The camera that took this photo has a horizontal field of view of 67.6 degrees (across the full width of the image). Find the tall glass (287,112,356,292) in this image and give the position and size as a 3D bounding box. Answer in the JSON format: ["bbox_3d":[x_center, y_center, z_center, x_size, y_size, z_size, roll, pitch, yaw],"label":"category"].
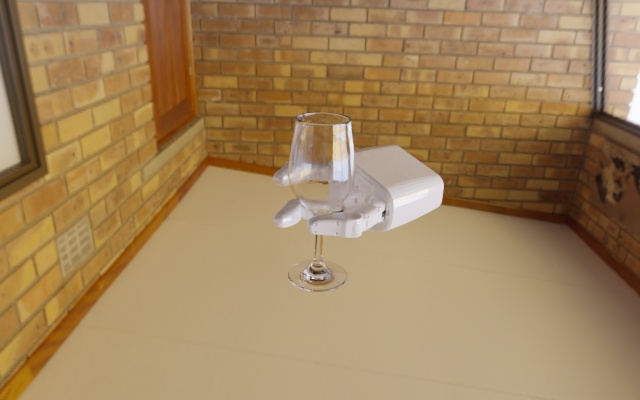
[{"bbox_3d":[0.000,0.003,0.559,0.079,0.201,0.079,2,23,-1],"label":"tall glass"}]
